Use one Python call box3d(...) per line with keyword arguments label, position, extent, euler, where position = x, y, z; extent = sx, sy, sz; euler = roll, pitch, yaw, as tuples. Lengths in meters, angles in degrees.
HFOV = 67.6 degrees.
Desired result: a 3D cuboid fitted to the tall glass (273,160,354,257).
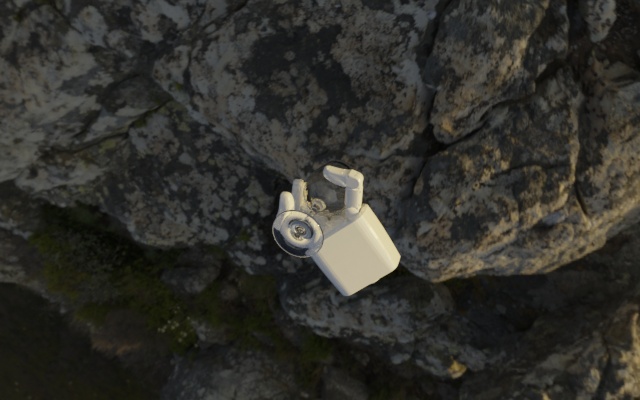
box3d(label="tall glass", position=(0.000, 0.003, 0.731), extent=(0.079, 0.079, 0.201), euler=(0, 27, 20))
